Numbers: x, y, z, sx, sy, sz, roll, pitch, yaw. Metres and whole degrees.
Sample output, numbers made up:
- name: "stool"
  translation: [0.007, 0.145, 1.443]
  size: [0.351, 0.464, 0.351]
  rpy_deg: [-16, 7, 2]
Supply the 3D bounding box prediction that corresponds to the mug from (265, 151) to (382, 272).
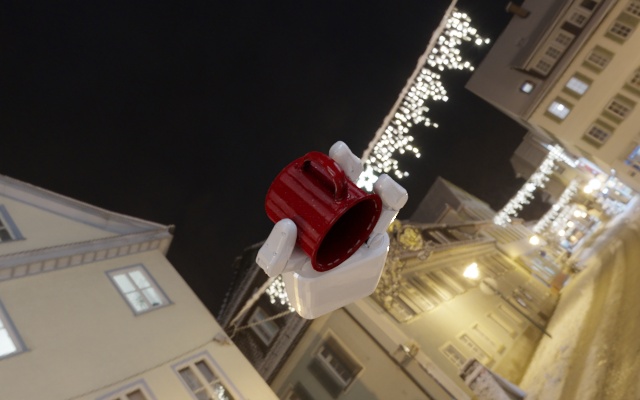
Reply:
- name: "mug"
  translation: [0.000, 0.001, 0.460]
  size: [0.093, 0.117, 0.081]
  rpy_deg: [-35, 60, -25]
